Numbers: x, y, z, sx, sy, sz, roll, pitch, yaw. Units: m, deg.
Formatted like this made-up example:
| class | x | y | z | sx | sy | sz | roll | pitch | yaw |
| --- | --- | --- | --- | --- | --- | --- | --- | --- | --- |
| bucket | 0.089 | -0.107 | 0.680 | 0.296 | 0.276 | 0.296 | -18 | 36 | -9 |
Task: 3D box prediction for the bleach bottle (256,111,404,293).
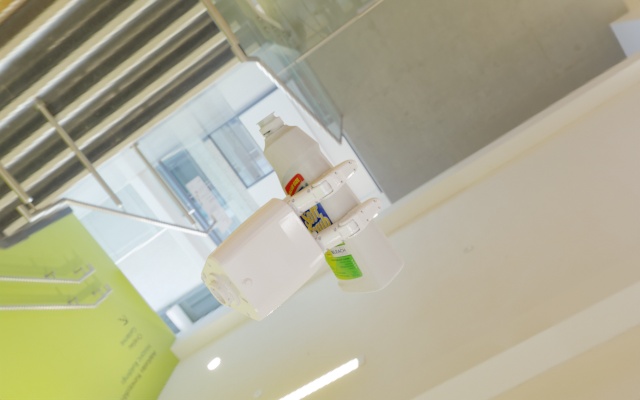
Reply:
| class | x | y | z | sx | sy | sz | roll | pitch | yaw |
| --- | --- | --- | --- | --- | --- | --- | --- | --- | --- |
| bleach bottle | 0.000 | 0.002 | 0.607 | 0.068 | 0.251 | 0.102 | -42 | 13 | -30 |
